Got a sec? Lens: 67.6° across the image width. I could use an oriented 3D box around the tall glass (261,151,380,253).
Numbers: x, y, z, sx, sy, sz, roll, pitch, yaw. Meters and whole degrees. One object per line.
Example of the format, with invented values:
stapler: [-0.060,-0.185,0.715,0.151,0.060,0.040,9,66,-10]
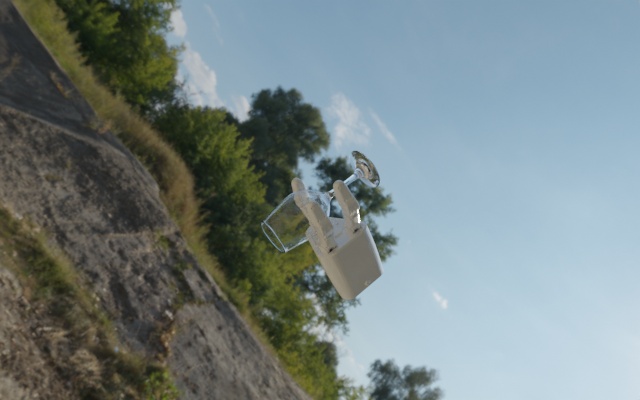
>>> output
tall glass: [0.001,0.002,0.781,0.201,0.079,0.079,-36,13,-19]
